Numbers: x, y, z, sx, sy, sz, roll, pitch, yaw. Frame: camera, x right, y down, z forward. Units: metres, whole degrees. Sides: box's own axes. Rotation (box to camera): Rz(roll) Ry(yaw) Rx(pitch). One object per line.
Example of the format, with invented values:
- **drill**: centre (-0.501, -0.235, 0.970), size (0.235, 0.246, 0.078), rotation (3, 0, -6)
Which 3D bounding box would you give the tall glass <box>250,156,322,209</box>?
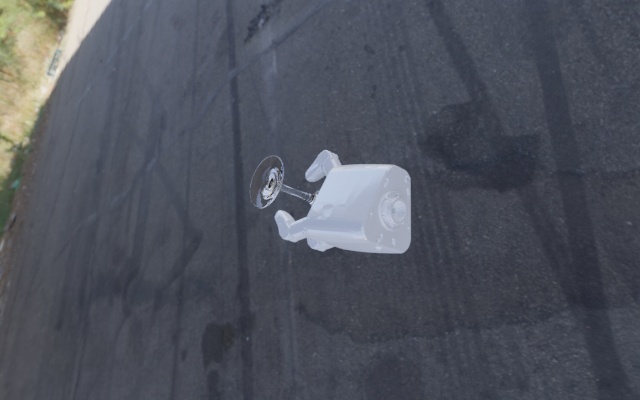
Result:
- **tall glass**: centre (0.000, 0.002, 0.701), size (0.201, 0.079, 0.079), rotation (21, -13, -38)
